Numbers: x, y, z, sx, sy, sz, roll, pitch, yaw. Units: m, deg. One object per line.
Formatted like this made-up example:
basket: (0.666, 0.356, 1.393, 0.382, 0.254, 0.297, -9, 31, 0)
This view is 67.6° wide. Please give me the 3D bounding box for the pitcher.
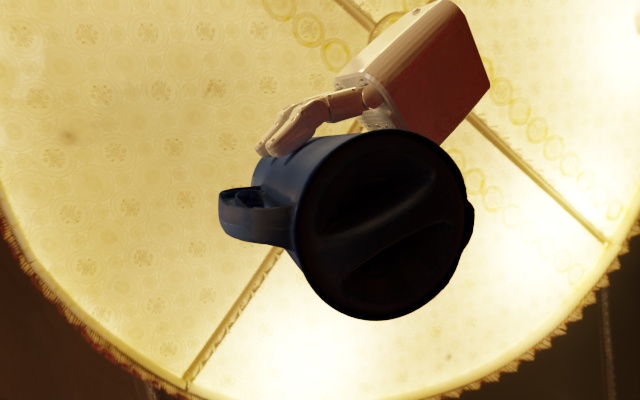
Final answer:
pitcher: (0.000, 0.001, 0.426, 0.149, 0.145, 0.243, 46, -8, -19)
